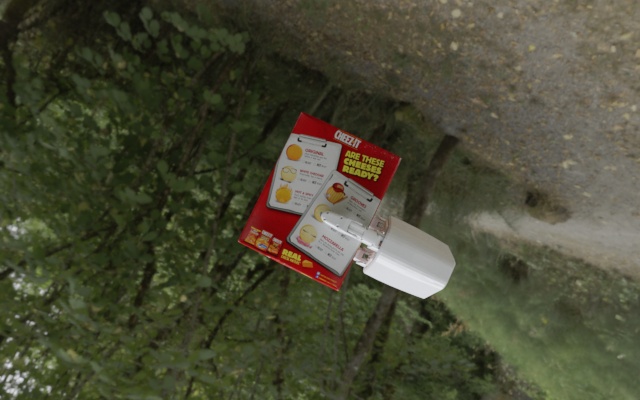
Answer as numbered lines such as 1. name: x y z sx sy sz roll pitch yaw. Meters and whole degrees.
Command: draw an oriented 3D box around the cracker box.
1. cracker box: 0.000 0.002 0.716 0.164 0.213 0.072 25 -5 3
